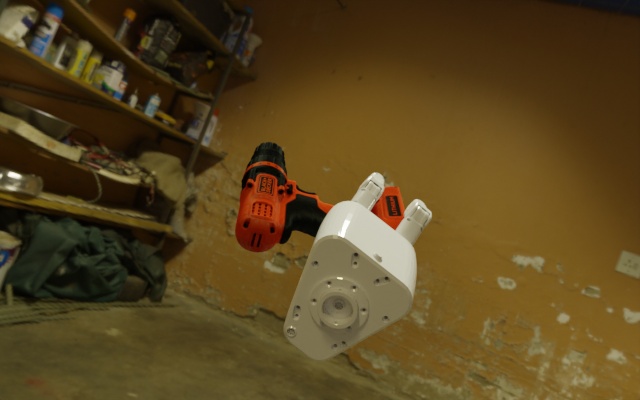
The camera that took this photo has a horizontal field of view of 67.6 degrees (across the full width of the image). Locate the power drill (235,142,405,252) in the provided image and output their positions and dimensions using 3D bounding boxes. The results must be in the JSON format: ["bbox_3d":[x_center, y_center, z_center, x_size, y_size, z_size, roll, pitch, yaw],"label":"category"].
[{"bbox_3d":[0.001,0.002,0.555,0.187,0.057,0.184,11,36,-8],"label":"power drill"}]
